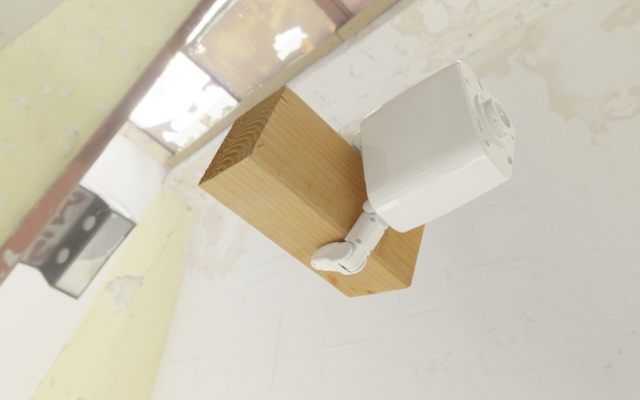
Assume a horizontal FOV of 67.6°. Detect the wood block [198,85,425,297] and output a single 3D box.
[{"bbox_3d":[0.000,0.002,0.468,0.206,0.090,0.090,40,-38,-25],"label":"wood block"}]
